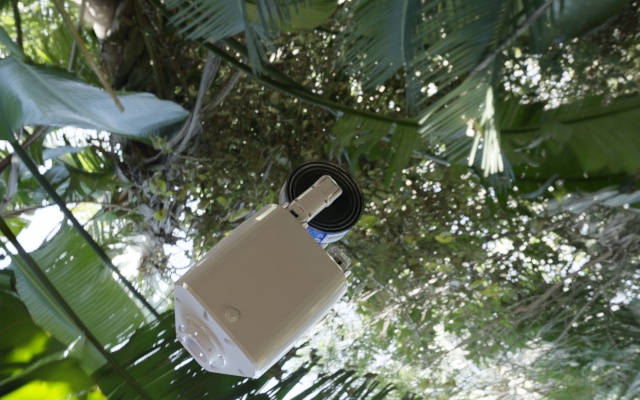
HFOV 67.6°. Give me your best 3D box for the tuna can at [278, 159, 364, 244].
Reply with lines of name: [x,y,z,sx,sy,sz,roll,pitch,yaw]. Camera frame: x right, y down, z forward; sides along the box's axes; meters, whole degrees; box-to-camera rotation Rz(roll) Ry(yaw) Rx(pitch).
tuna can: [0.000,0.002,0.499,0.086,0.086,0.034,0,-28,-23]
